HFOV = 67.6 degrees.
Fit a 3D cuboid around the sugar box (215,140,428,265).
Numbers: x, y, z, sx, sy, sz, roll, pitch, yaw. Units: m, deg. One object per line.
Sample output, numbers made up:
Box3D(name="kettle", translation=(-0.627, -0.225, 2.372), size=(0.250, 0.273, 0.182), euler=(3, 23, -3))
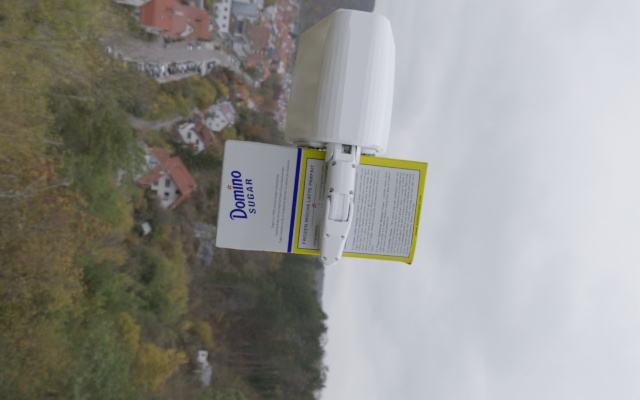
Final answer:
Box3D(name="sugar box", translation=(0.000, 0.001, 0.426), size=(0.176, 0.093, 0.048), euler=(7, 4, -5))
